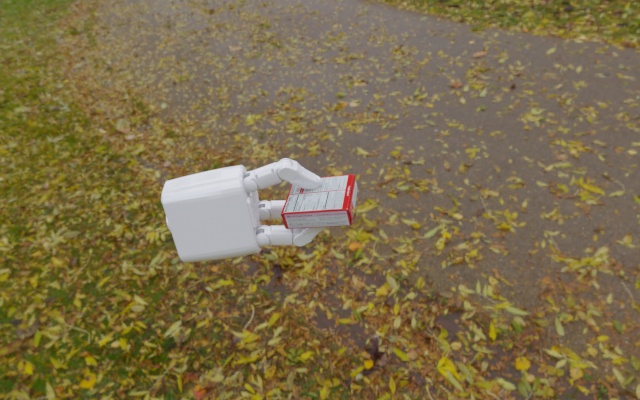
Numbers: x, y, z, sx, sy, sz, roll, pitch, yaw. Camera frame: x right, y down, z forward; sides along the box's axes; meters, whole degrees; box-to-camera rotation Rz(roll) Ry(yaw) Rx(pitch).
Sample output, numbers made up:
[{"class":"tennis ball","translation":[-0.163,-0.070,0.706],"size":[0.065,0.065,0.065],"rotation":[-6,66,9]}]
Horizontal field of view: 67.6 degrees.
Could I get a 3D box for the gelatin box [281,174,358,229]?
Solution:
[{"class":"gelatin box","translation":[0.000,0.002,0.618],"size":[0.089,0.030,0.073],"rotation":[-5,37,15]}]
